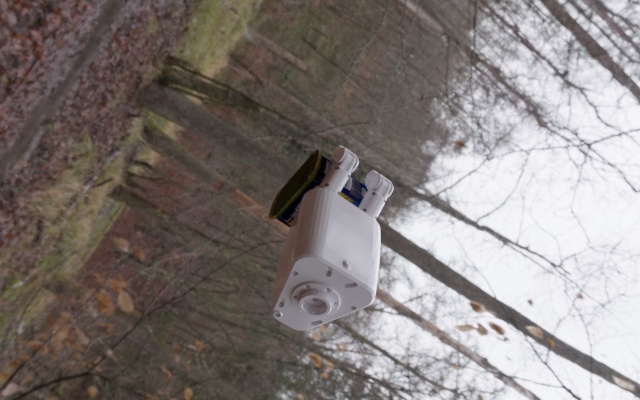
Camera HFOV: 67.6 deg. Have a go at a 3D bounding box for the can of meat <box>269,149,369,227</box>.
[{"bbox_3d":[0.000,0.002,0.590,0.084,0.102,0.057,34,31,-17],"label":"can of meat"}]
